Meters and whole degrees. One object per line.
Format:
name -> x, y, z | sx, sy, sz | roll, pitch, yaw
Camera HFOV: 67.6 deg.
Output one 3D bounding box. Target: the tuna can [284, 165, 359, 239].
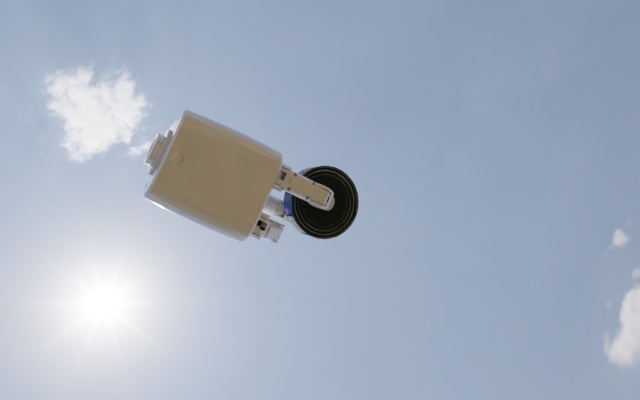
tuna can -> 0.000, 0.002, 0.569 | 0.086, 0.086, 0.034 | 0, 2, -23
